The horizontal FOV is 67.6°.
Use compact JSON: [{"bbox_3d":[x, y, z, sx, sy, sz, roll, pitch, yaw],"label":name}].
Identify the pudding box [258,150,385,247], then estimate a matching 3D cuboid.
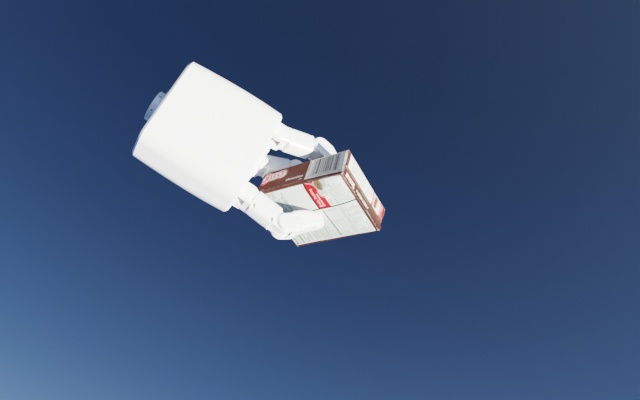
[{"bbox_3d":[0.000,0.002,0.522,0.113,0.039,0.090,-12,-50,31],"label":"pudding box"}]
